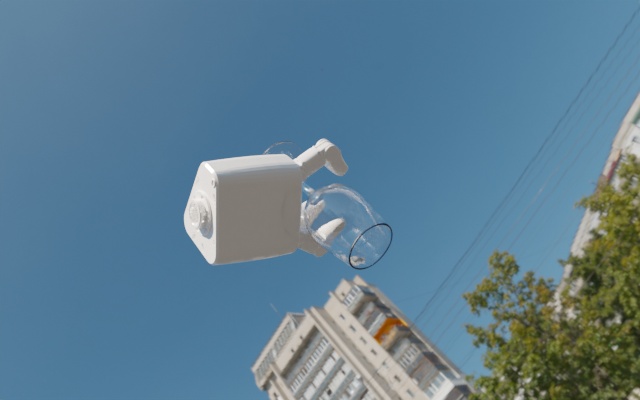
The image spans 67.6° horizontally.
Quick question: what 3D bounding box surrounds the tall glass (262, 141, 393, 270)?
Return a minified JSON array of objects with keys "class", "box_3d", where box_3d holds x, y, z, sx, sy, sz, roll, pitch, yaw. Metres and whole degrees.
[{"class":"tall glass","box_3d":[0.000,0.002,0.590,0.079,0.079,0.201,0,30,-41]}]
